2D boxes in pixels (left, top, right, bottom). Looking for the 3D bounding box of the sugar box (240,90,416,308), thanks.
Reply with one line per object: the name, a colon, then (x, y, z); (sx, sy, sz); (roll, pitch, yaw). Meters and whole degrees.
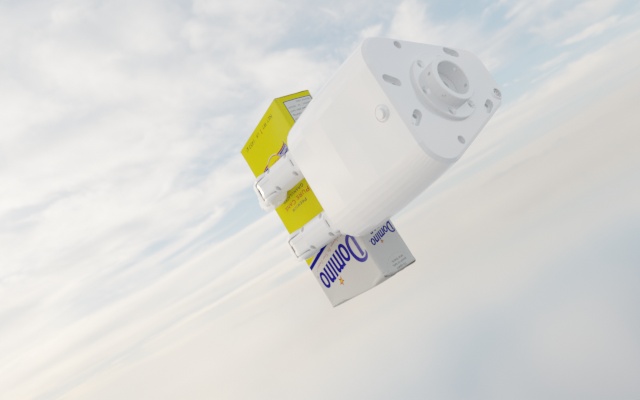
sugar box: (0.000, 0.001, 0.428); (0.048, 0.176, 0.093); (-22, -13, -36)
